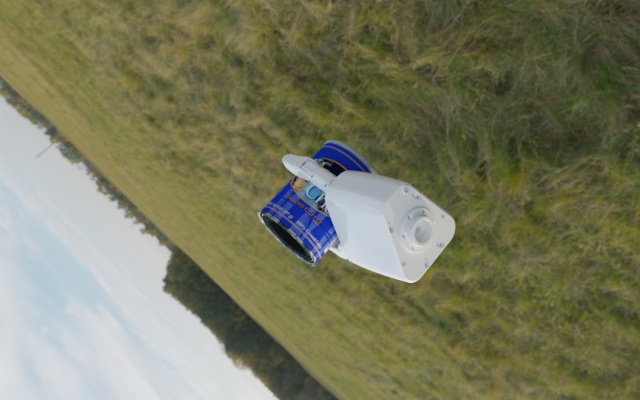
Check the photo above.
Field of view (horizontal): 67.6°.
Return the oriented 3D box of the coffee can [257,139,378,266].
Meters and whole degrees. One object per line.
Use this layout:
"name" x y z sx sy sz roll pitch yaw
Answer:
"coffee can" 0.000 0.002 0.644 0.103 0.140 0.103 39 -17 14
